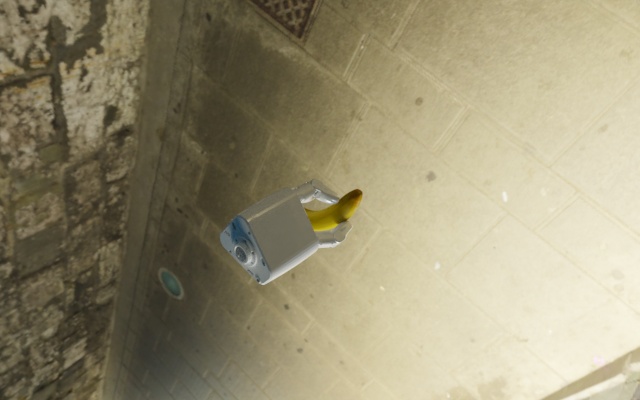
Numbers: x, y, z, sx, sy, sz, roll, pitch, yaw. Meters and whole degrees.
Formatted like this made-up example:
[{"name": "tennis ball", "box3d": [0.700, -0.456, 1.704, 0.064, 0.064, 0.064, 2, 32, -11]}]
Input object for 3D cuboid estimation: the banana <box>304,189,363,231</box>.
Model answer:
[{"name": "banana", "box3d": [0.003, 0.021, 0.852, 0.198, 0.069, 0.037, -4, 14, 46]}]
